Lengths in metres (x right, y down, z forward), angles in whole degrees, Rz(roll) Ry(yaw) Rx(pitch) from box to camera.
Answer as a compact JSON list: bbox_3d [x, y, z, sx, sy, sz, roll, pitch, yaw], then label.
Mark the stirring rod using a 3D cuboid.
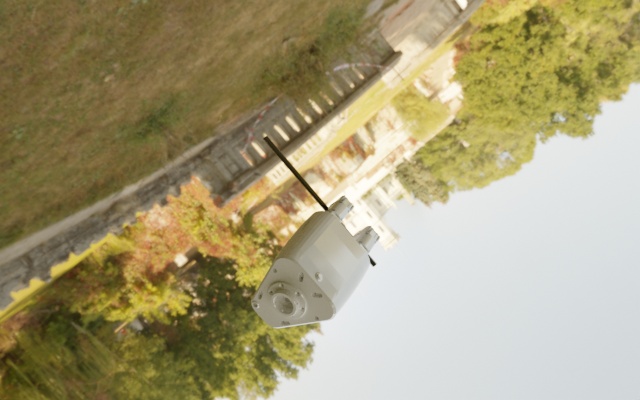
[{"bbox_3d":[0.000,0.002,0.679,0.011,0.239,0.011,-40,4,3],"label":"stirring rod"}]
